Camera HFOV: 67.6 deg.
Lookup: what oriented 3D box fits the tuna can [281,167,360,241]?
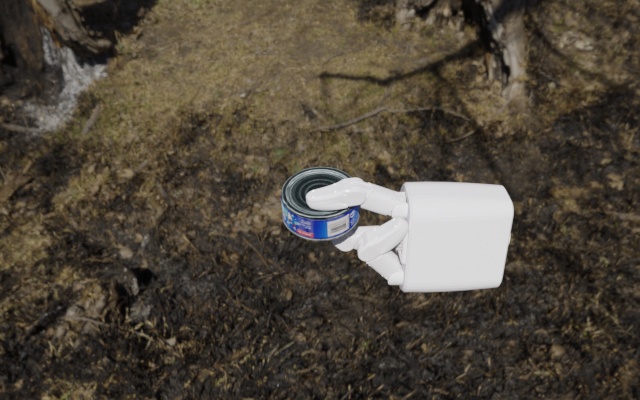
[{"bbox_3d":[0.000,0.001,0.517,0.086,0.034,0.086,-1,42,1],"label":"tuna can"}]
